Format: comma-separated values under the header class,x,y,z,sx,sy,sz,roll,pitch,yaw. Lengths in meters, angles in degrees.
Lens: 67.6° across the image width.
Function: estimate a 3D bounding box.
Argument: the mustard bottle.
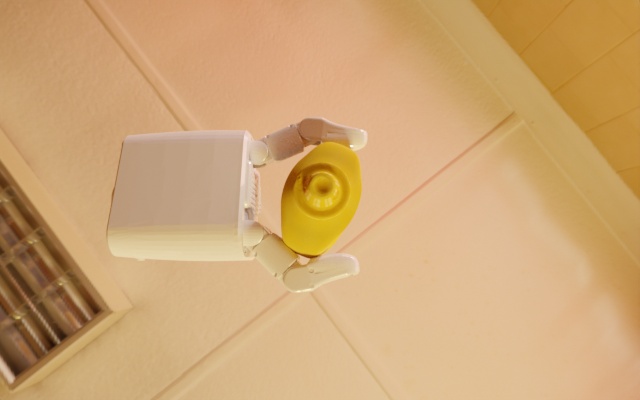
class,x,y,z,sx,sy,sz,roll,pitch,yaw
mustard bottle,0.000,0.001,0.406,0.058,0.096,0.191,24,-6,3
